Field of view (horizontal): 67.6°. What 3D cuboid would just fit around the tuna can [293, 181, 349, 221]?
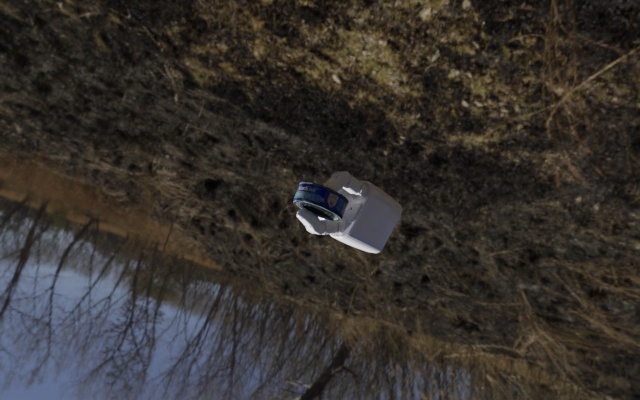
[{"bbox_3d":[0.000,0.003,0.774,0.086,0.033,0.086,20,-13,5],"label":"tuna can"}]
